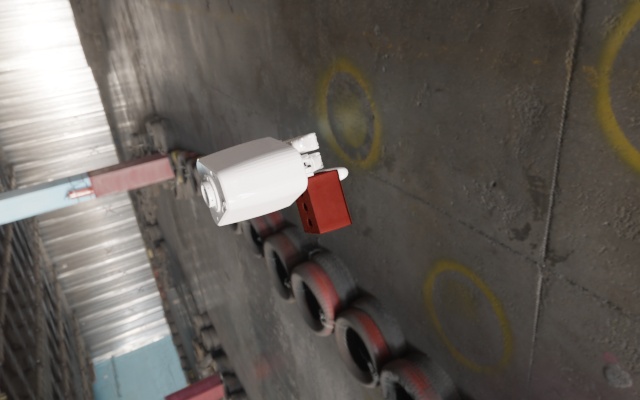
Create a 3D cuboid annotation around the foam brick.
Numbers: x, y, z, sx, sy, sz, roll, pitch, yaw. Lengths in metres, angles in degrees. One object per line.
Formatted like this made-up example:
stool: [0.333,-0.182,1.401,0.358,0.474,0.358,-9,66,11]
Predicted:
foam brick: [0.000,0.002,0.648,0.051,0.078,0.053,-20,8,-26]
